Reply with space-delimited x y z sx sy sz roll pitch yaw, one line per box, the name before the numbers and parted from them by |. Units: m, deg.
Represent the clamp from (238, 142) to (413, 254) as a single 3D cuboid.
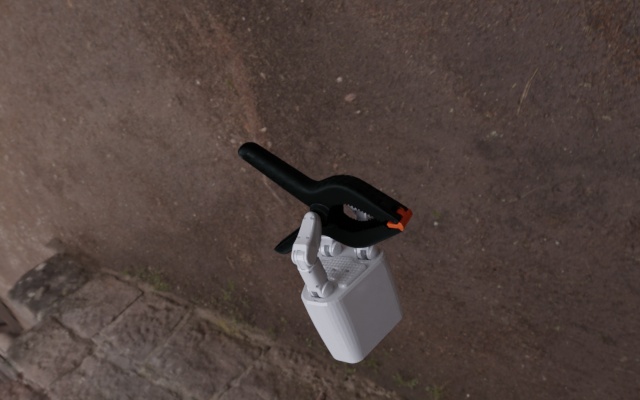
clamp | 0.000 0.002 0.550 0.210 0.165 0.036 0 36 37
